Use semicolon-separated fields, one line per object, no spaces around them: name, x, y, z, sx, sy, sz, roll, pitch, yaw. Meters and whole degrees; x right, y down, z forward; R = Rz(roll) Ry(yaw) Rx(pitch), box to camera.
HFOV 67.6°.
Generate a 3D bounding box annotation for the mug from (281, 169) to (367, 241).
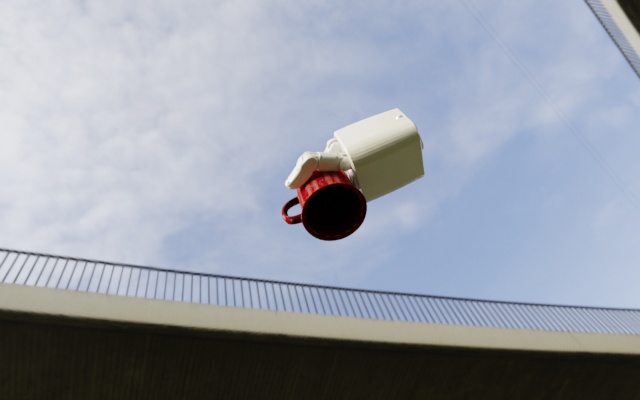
mug;-0.001;0.003;0.687;0.117;0.093;0.081;-21;32;-1
